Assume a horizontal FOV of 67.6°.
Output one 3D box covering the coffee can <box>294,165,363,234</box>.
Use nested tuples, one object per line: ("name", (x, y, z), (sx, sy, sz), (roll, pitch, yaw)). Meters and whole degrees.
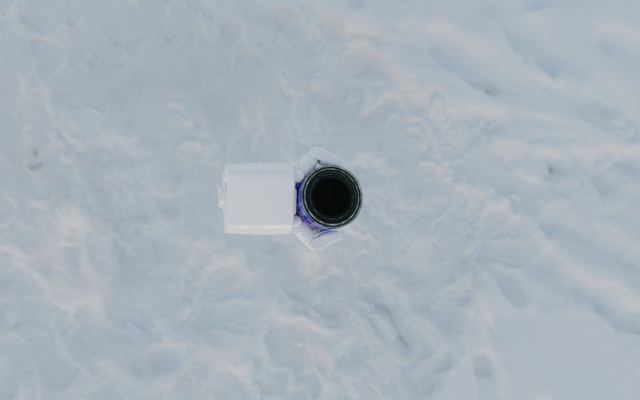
("coffee can", (0.000, 0.003, 0.814), (0.103, 0.103, 0.140), (0, -7, -16))
